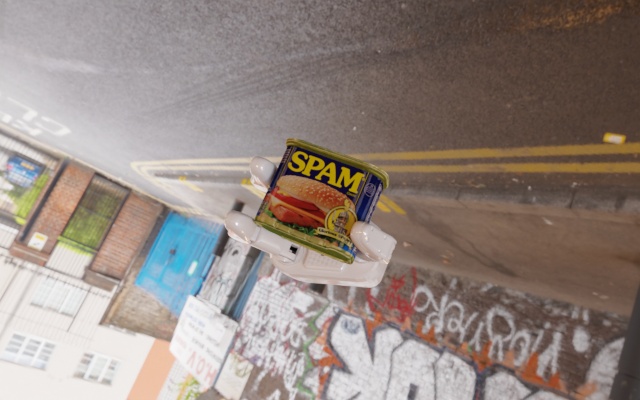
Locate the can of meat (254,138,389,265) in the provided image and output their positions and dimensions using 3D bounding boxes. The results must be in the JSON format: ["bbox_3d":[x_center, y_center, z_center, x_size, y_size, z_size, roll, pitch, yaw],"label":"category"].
[{"bbox_3d":[0.000,0.002,0.438,0.102,0.084,0.057,21,-12,14],"label":"can of meat"}]
